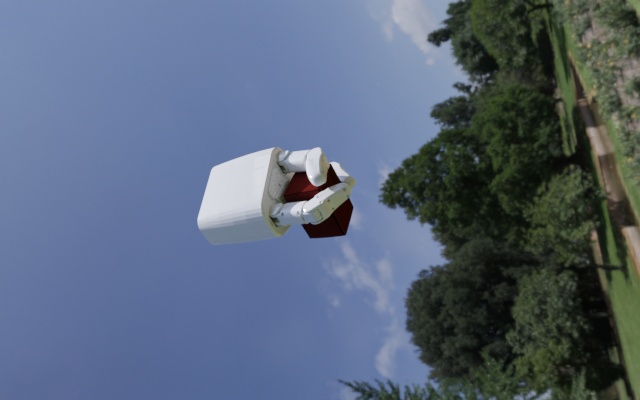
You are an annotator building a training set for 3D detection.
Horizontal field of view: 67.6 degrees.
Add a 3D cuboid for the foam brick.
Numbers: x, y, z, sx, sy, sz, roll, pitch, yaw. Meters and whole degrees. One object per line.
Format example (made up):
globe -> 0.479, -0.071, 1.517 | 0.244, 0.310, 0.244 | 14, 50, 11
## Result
foam brick -> 0.000, 0.002, 0.596 | 0.051, 0.078, 0.053 | -10, 37, 28
